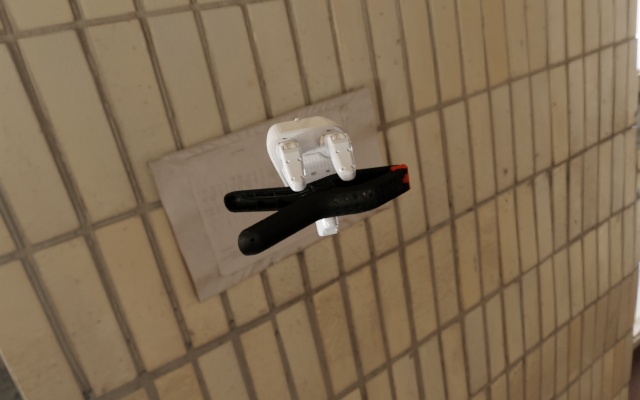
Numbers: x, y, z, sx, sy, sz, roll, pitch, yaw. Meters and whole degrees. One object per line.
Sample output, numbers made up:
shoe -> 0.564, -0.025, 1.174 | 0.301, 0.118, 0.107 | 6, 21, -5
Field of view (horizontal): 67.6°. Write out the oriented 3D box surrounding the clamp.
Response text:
clamp -> 0.001, 0.002, 0.504 | 0.210, 0.036, 0.164 | -12, 19, -6
